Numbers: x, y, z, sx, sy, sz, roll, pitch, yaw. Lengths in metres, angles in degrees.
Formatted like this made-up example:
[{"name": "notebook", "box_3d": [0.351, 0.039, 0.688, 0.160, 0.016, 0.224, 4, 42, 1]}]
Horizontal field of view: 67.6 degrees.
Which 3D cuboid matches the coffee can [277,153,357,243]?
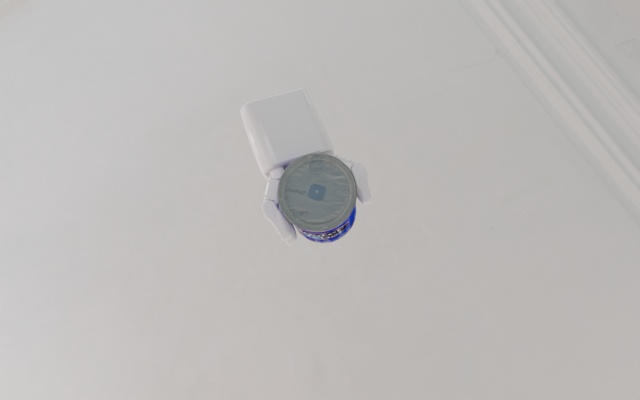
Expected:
[{"name": "coffee can", "box_3d": [0.000, 0.002, 0.675, 0.103, 0.102, 0.140, 0, -11, 4]}]
